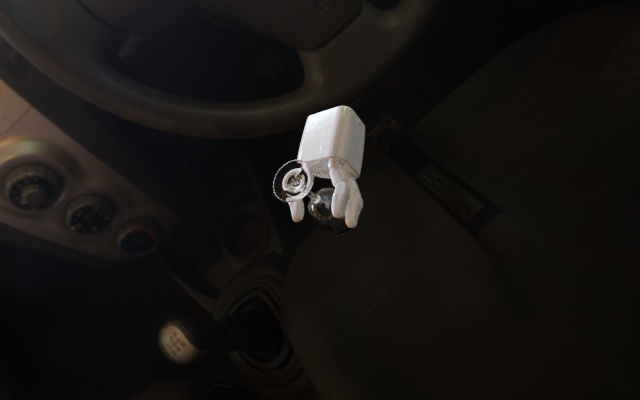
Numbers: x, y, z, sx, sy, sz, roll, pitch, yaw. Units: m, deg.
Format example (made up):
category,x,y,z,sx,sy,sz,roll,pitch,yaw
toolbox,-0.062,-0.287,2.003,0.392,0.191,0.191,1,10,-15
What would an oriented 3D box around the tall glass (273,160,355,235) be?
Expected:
category,x,y,z,sx,sy,sz,roll,pitch,yaw
tall glass,0.000,0.003,0.845,0.079,0.079,0.201,0,-21,28
